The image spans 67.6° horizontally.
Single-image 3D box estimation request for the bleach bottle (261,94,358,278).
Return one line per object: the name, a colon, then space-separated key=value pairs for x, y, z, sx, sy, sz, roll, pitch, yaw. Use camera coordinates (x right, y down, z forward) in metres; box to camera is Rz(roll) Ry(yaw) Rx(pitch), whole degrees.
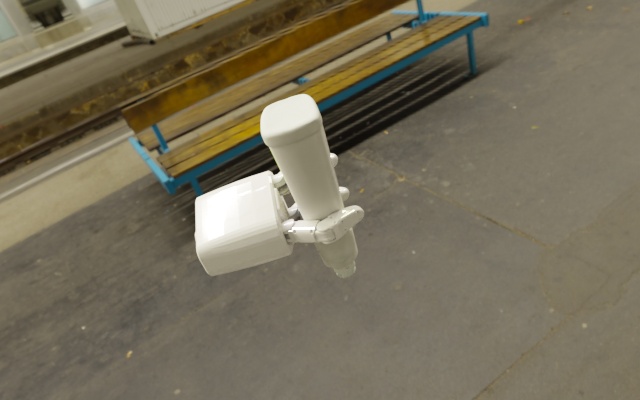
bleach bottle: x=0.000 y=0.002 z=0.594 sx=0.068 sy=0.251 sz=0.102 roll=-18 pitch=31 yaw=3
